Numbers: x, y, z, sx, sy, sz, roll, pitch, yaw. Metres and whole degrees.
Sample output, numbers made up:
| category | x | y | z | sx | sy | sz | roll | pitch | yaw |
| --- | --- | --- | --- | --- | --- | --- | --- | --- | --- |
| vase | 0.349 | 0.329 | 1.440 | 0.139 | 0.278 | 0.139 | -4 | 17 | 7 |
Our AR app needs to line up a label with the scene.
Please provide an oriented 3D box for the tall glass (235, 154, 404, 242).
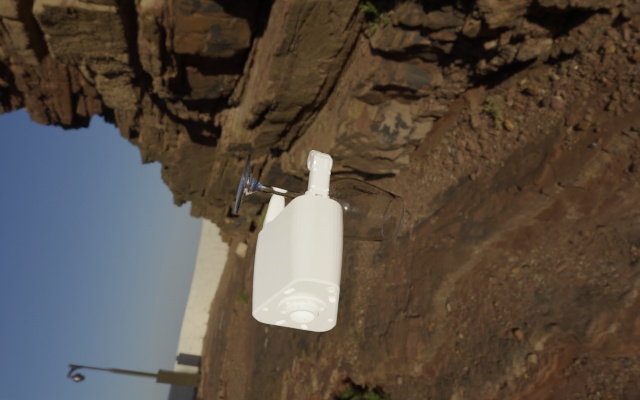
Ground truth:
| category | x | y | z | sx | sy | sz | roll | pitch | yaw |
| --- | --- | --- | --- | --- | --- | --- | --- | --- | --- |
| tall glass | -0.001 | 0.002 | 0.594 | 0.201 | 0.079 | 0.079 | 13 | -3 | -13 |
